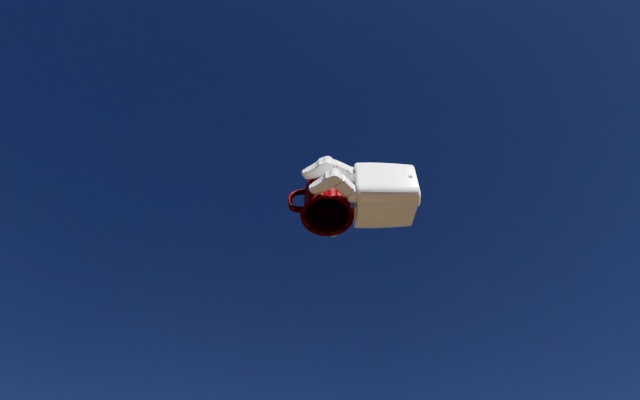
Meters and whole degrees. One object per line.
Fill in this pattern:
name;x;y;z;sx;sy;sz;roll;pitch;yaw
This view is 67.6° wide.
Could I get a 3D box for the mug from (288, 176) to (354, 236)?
mug;-0.001;0.003;0.851;0.117;0.093;0.081;1;40;0
